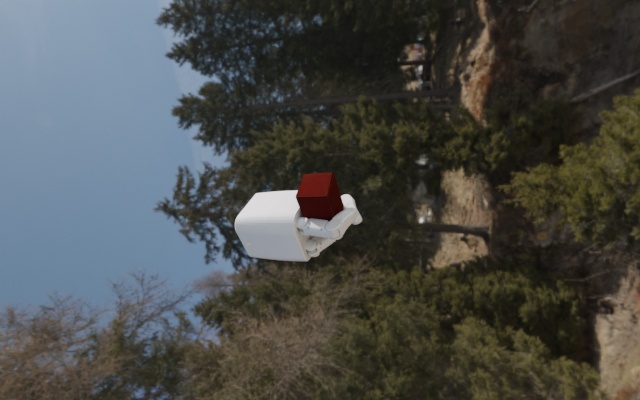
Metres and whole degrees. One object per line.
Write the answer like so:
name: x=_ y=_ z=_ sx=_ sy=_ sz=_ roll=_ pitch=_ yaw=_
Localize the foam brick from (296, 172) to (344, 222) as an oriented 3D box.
foam brick: x=0.000 y=0.002 z=0.738 sx=0.051 sy=0.053 sz=0.078 roll=0 pitch=-44 yaw=19
